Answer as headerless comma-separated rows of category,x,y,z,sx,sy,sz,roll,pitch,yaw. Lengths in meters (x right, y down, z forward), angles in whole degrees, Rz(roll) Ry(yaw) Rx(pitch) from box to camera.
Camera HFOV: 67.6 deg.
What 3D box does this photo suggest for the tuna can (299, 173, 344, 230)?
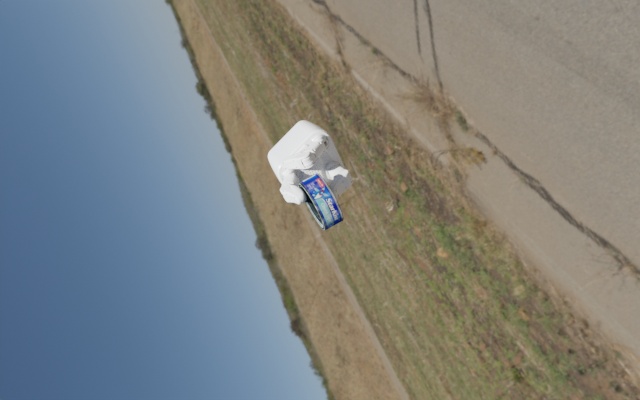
tuna can,0.000,0.003,0.743,0.034,0.086,0.086,-29,5,-9
